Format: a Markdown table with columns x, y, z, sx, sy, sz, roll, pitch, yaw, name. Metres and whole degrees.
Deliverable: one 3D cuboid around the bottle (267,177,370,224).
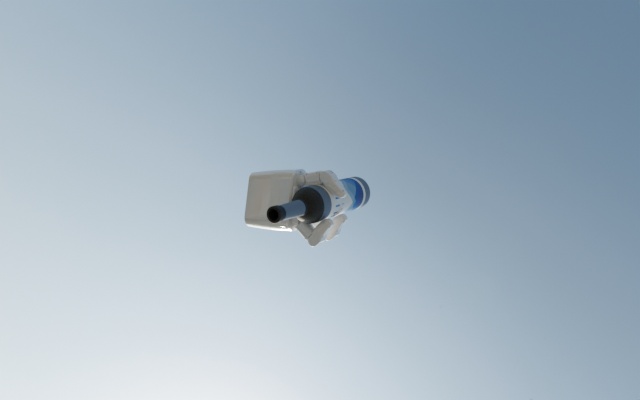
| x | y | z | sx | sy | sz | roll | pitch | yaw | name |
| --- | --- | --- | --- | --- | --- | --- | --- | --- | --- |
| 0.000 | 0.003 | 0.868 | 0.069 | 0.069 | 0.295 | 0 | 8 | 30 | bottle |
